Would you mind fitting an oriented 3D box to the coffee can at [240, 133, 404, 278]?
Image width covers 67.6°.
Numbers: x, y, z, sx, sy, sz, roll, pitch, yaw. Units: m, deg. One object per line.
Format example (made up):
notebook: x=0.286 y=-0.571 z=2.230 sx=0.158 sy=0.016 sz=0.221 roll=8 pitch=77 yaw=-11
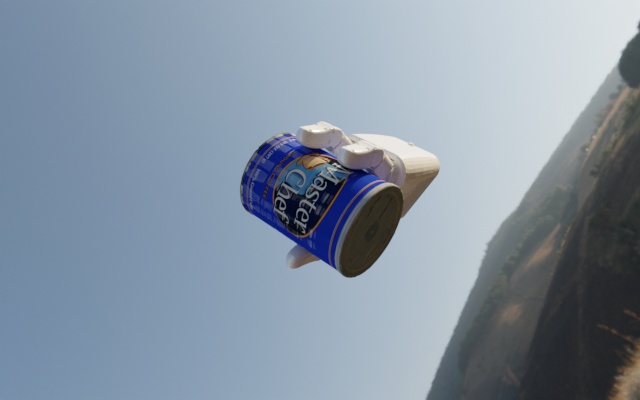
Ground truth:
coffee can: x=0.000 y=0.002 z=0.501 sx=0.140 sy=0.103 sz=0.103 roll=30 pitch=16 yaw=31
